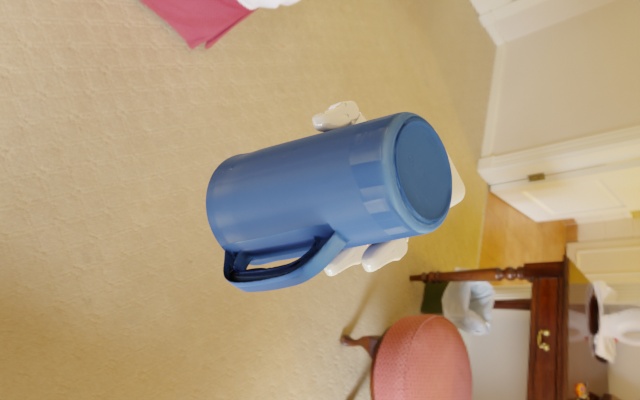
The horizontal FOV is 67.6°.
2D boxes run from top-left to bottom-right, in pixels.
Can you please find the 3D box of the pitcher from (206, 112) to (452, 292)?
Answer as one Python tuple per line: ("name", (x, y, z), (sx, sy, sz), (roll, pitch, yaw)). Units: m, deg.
("pitcher", (0.000, 0.001, 0.483), (0.243, 0.149, 0.145), (-12, 1, 43))
